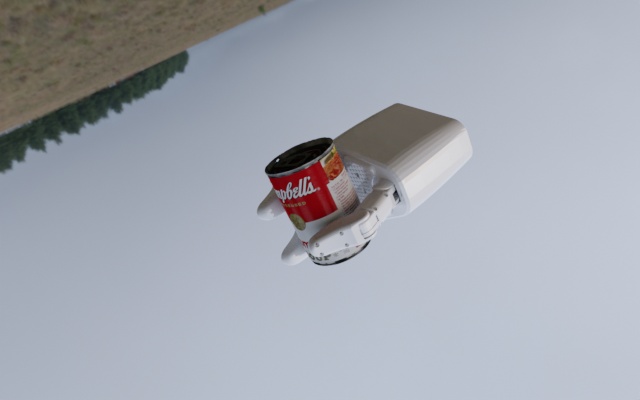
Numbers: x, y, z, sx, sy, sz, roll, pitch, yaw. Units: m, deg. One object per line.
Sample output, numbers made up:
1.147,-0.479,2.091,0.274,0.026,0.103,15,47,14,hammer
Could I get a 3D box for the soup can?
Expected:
0.000,0.002,0.448,0.068,0.102,0.068,-21,23,9,soup can
